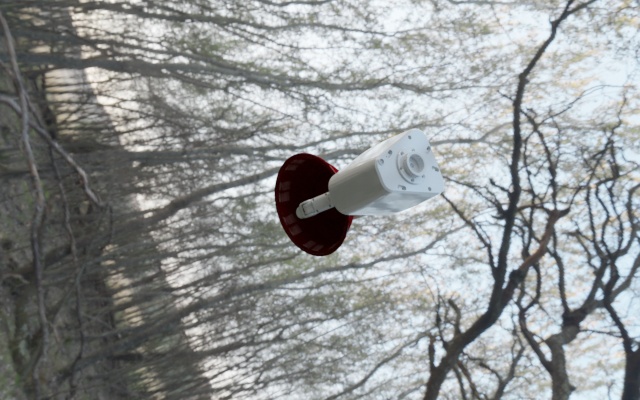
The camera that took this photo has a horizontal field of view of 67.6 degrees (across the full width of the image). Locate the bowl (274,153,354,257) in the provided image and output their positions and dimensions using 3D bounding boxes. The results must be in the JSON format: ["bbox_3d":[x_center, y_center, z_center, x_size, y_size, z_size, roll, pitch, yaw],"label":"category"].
[{"bbox_3d":[-0.001,0.002,0.745,0.162,0.162,0.055,0,12,45],"label":"bowl"}]
